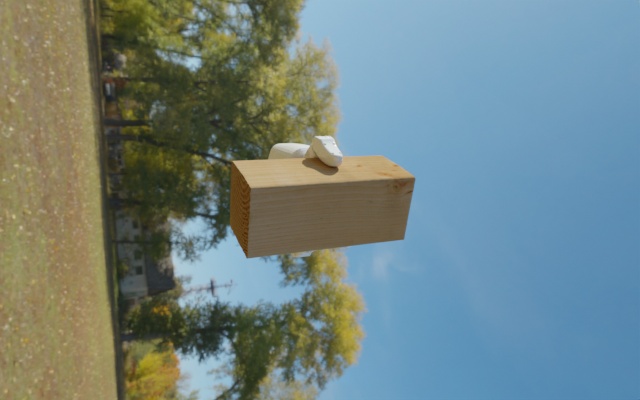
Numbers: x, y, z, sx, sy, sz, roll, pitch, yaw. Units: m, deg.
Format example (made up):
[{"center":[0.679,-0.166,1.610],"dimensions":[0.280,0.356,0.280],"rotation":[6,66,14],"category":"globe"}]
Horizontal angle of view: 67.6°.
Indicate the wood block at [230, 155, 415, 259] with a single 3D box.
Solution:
[{"center":[0.000,0.001,0.591],"dimensions":[0.206,0.091,0.090],"rotation":[-5,26,-23],"category":"wood block"}]
